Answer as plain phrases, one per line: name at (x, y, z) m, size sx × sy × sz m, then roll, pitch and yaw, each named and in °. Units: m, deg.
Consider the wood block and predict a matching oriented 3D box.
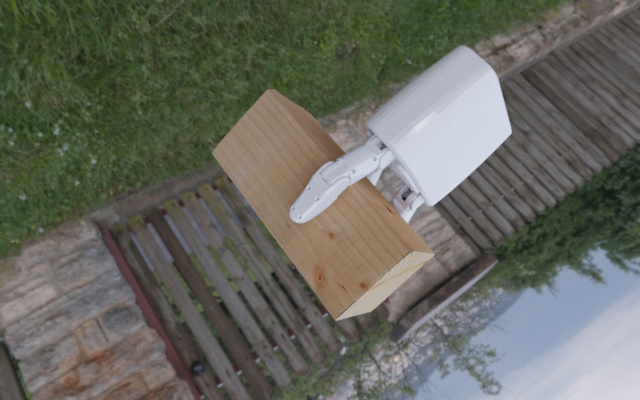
wood block at (0.000, 0.001, 0.462) m, size 0.090 × 0.206 × 0.091 m, roll -45°, pitch -23°, yaw 13°
